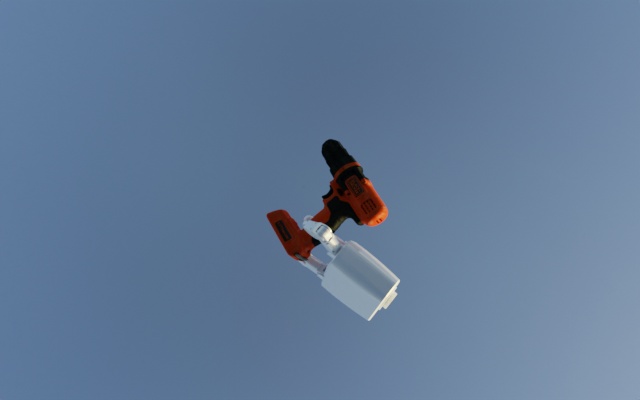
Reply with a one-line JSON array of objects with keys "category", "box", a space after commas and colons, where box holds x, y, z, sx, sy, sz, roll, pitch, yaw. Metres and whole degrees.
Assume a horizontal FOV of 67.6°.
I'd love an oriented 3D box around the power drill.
[{"category": "power drill", "box": [0.000, 0.003, 0.837, 0.187, 0.184, 0.057, -36, -29, 9]}]
